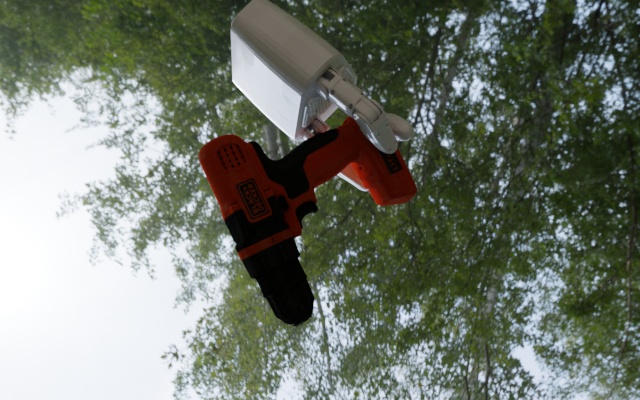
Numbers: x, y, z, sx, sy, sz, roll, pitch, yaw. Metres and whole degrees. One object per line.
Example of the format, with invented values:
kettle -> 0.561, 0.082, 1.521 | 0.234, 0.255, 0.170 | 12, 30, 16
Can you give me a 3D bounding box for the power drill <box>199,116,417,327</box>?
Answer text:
power drill -> 0.000, 0.001, 0.461 | 0.187, 0.184, 0.057 | -25, -2, -26
